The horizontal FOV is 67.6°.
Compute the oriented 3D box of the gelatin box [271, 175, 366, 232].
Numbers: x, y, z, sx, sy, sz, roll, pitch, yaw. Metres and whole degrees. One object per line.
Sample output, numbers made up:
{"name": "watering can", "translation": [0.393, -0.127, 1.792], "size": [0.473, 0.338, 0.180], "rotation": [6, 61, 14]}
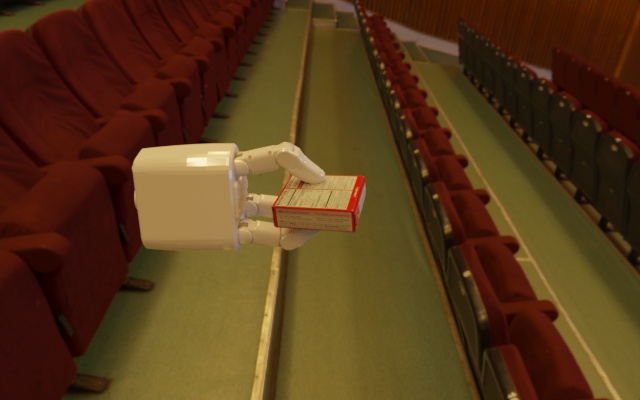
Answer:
{"name": "gelatin box", "translation": [0.000, 0.001, 0.518], "size": [0.089, 0.030, 0.073], "rotation": [2, 31, 14]}
